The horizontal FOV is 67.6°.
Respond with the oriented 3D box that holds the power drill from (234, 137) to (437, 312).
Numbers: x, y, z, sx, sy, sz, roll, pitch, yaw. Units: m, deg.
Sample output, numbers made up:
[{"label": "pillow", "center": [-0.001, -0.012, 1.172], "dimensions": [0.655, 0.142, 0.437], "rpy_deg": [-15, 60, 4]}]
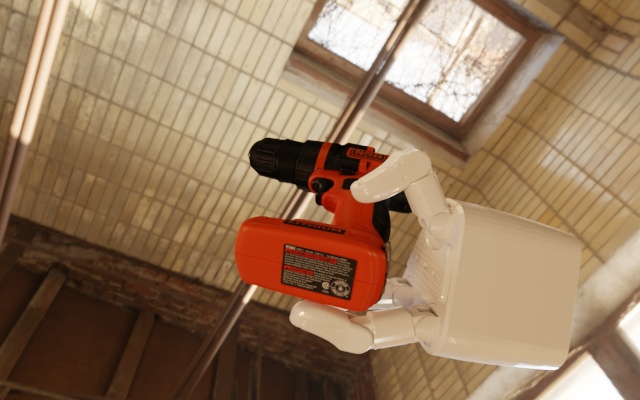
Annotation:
[{"label": "power drill", "center": [0.000, 0.002, 0.400], "dimensions": [0.184, 0.057, 0.187], "rpy_deg": [11, 30, 12]}]
